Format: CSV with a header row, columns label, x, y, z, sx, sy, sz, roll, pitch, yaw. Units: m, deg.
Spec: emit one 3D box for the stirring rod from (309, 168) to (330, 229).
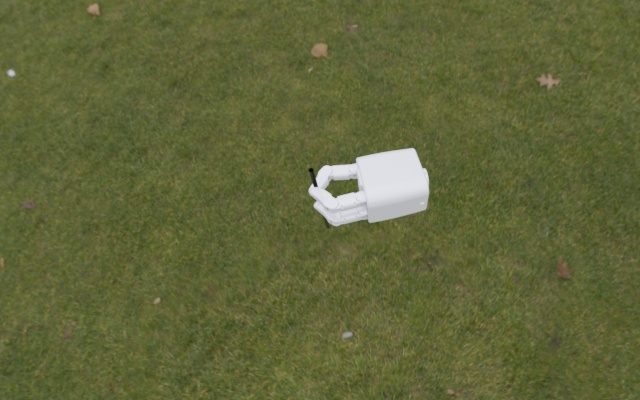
label,x,y,z,sx,sy,sz,roll,pitch,yaw
stirring rod,0.000,0.003,0.876,0.011,0.011,0.240,0,-26,8
